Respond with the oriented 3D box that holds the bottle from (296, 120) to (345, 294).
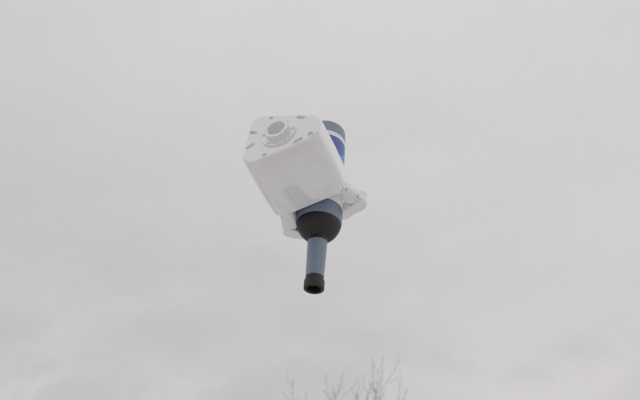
[{"bbox_3d":[0.000,0.002,0.707,0.069,0.295,0.069,3,-40,2],"label":"bottle"}]
